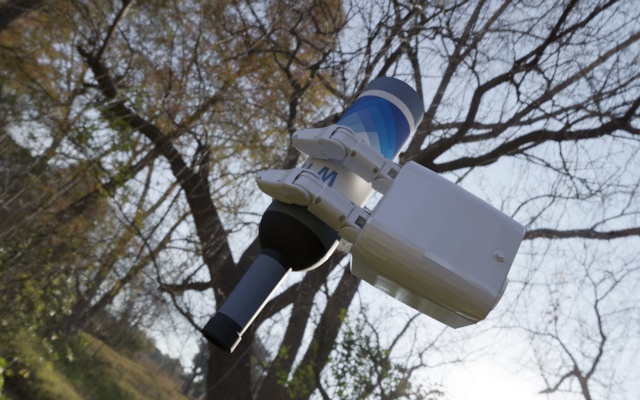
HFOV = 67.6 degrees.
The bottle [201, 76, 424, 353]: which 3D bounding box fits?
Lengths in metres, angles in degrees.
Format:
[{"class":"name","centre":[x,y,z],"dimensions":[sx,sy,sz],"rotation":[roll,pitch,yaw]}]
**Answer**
[{"class":"bottle","centre":[0.000,0.001,0.420],"dimensions":[0.069,0.069,0.295],"rotation":[0,44,46]}]
